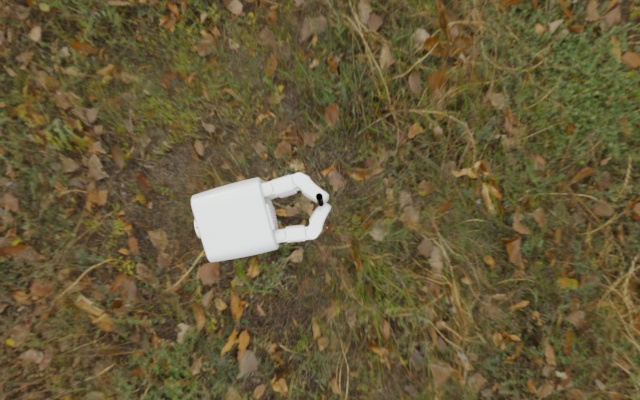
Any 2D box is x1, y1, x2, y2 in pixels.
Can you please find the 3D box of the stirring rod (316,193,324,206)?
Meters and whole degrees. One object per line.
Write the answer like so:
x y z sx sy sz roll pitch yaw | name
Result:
0.000 0.002 0.669 0.011 0.011 0.239 0 -3 1 | stirring rod
